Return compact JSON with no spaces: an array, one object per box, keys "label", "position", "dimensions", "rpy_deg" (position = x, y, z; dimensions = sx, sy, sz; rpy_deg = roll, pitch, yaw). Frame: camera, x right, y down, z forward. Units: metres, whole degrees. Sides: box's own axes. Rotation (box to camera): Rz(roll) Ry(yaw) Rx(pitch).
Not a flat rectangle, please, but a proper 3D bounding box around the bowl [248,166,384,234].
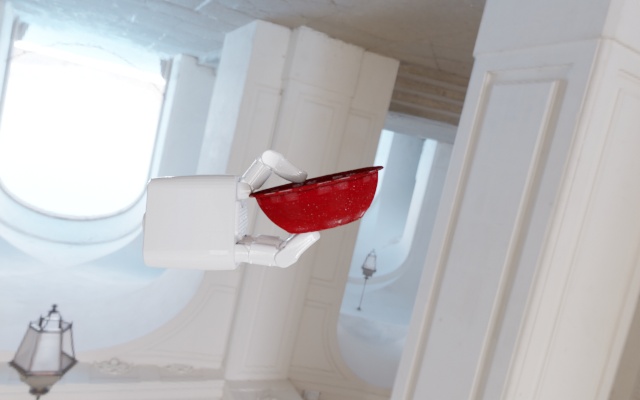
[{"label":"bowl","position":[0.001,0.002,0.561],"dimensions":[0.162,0.055,0.162],"rpy_deg":[-13,5,1]}]
